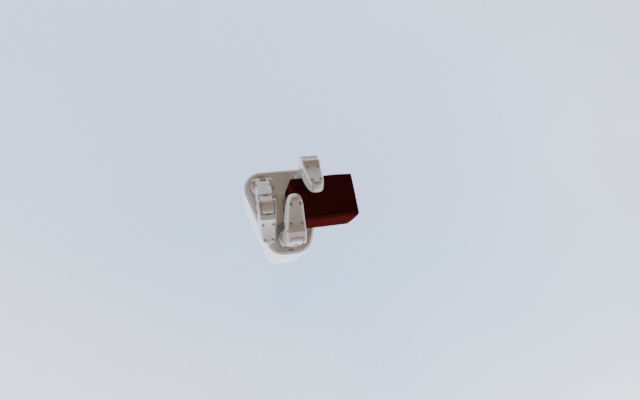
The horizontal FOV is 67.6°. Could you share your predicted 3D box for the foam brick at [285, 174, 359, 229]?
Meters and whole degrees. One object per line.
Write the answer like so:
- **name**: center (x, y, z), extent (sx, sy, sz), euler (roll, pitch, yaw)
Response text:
- **foam brick**: center (0.000, 0.002, 0.585), extent (0.078, 0.053, 0.051), euler (-5, -15, -12)
